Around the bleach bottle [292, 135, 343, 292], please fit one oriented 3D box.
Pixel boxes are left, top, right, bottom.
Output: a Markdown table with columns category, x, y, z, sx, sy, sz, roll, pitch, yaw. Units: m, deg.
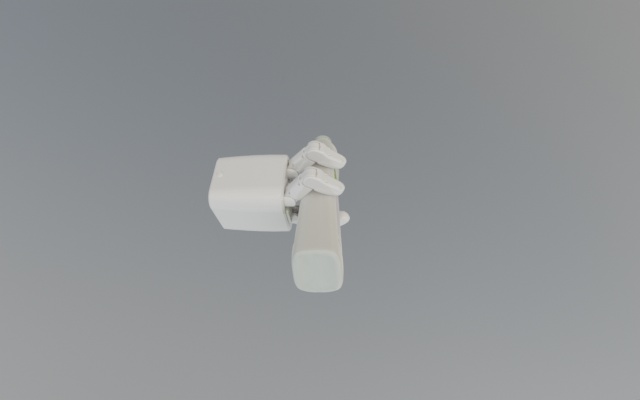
| category | x | y | z | sx | sy | sz | roll | pitch | yaw |
| --- | --- | --- | --- | --- | --- | --- | --- | --- | --- |
| bleach bottle | 0.000 | 0.002 | 0.707 | 0.068 | 0.250 | 0.103 | -1 | -42 | 4 |
